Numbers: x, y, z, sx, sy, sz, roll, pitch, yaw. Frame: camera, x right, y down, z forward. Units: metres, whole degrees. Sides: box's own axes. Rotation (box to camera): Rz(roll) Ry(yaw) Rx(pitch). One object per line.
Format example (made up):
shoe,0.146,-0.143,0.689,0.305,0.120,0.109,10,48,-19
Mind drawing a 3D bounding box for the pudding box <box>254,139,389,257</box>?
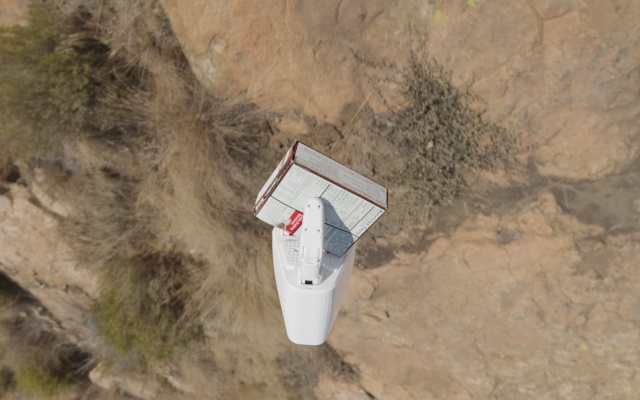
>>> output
pudding box,0.000,0.002,0.493,0.113,0.039,0.090,26,-51,-18
